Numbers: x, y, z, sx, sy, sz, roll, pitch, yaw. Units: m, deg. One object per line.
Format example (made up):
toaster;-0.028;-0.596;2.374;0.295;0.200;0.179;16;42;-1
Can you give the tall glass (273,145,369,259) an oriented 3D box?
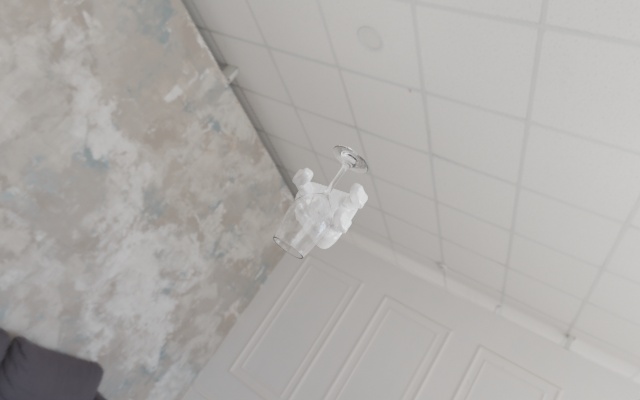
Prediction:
tall glass;0.000;0.002;0.828;0.079;0.201;0.079;31;-19;12
